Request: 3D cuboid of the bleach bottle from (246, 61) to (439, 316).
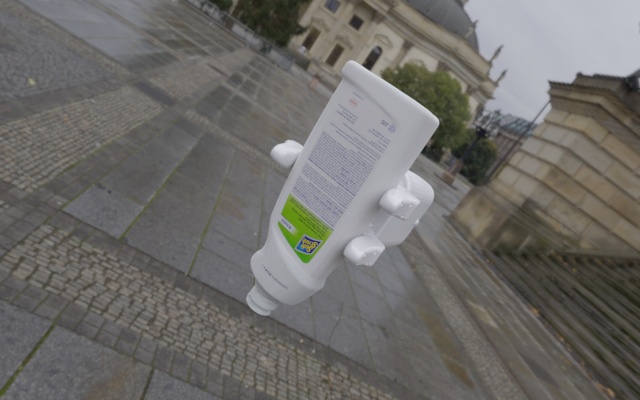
[{"bbox_3d":[0.000,0.002,0.460,0.102,0.251,0.068,41,15,26],"label":"bleach bottle"}]
